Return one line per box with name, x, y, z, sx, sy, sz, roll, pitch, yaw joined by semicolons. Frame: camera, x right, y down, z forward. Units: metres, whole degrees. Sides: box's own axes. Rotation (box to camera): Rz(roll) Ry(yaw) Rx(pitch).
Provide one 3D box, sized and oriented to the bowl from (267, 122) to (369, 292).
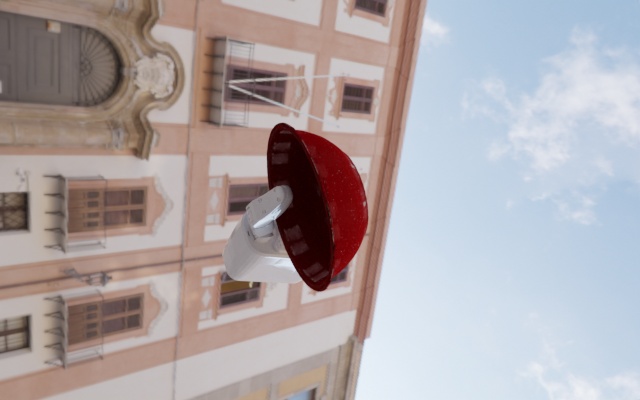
bowl;0.001;0.001;0.456;0.055;0.162;0.162;-14;5;-20
